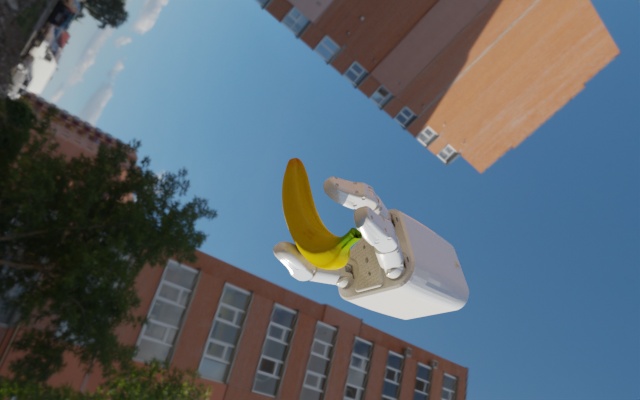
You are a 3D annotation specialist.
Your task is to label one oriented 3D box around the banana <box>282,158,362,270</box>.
[{"bbox_3d":[-0.008,0.019,0.511,0.037,0.069,0.197,24,14,-31],"label":"banana"}]
